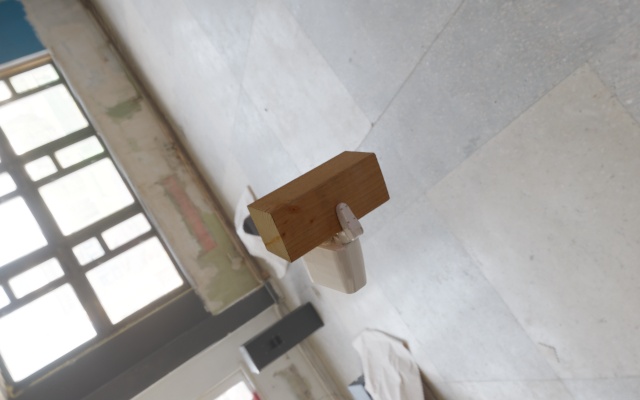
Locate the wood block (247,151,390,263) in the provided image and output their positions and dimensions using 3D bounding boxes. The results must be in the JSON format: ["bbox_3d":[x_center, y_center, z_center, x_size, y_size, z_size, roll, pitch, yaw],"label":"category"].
[{"bbox_3d":[0.000,0.003,0.778,0.206,0.090,0.091,-31,23,-24],"label":"wood block"}]
